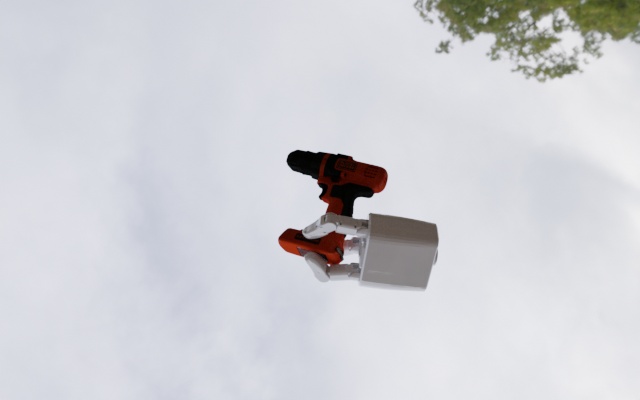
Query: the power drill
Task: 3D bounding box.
[{"bbox_3d":[0.000,0.003,0.792,0.184,0.187,0.057,14,-24,22],"label":"power drill"}]
